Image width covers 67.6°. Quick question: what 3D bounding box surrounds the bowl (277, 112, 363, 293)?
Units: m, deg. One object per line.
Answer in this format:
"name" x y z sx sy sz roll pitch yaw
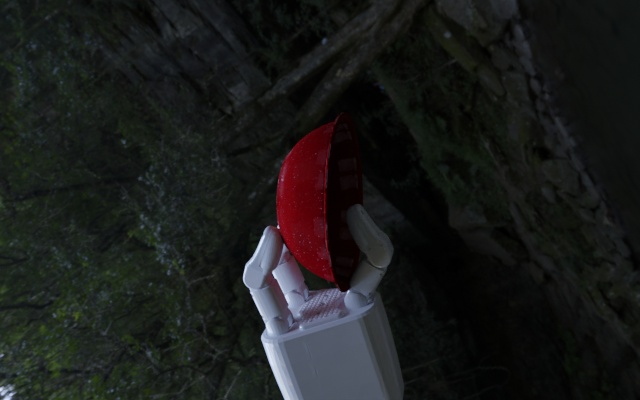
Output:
"bowl" 0.000 0.000 0.440 0.055 0.162 0.162 1 0 14
